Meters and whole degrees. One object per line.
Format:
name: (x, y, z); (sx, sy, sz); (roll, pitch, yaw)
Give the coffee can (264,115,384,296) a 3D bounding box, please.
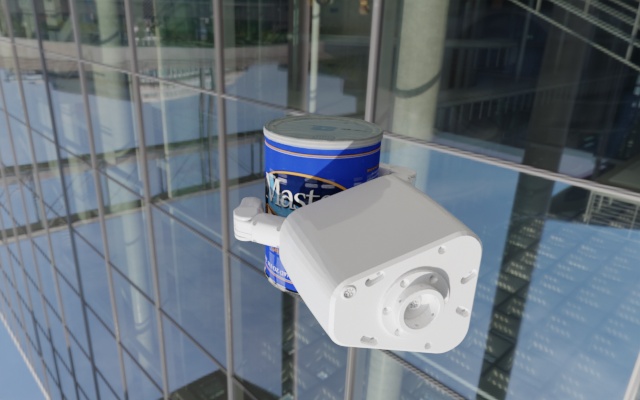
coffee can: (0.000, 0.001, 0.434); (0.103, 0.140, 0.102); (2, 21, -1)
